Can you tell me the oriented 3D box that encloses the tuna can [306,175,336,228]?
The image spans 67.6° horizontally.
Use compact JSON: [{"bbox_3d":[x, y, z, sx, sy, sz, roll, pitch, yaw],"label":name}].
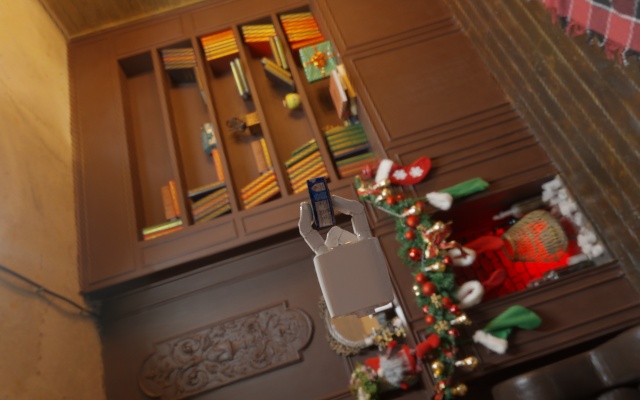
[{"bbox_3d":[0.000,0.003,0.811,0.034,0.086,0.086,-12,0,-2],"label":"tuna can"}]
